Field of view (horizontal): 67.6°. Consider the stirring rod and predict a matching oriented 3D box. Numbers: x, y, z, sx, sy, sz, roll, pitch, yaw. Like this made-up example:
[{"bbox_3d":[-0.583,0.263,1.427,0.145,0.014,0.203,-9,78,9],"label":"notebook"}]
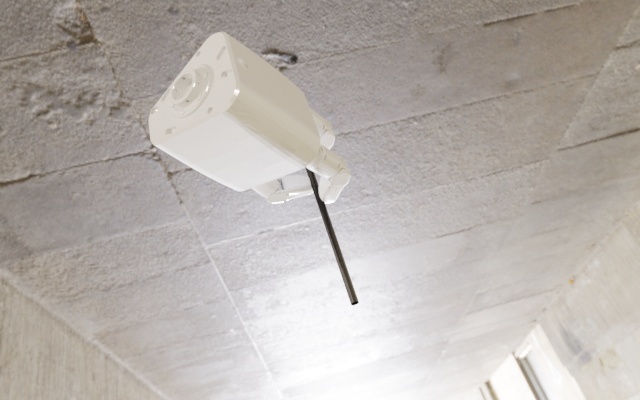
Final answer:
[{"bbox_3d":[0.000,0.002,0.513,0.011,0.239,0.011,-13,-34,-9],"label":"stirring rod"}]
